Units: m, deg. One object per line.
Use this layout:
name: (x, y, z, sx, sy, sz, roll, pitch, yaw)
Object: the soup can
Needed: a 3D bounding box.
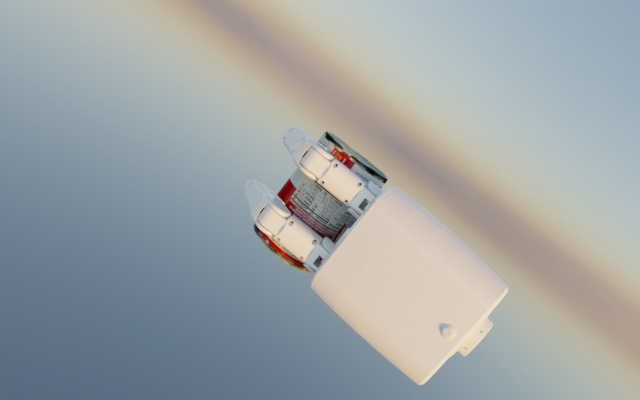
soup can: (0.000, 0.001, 0.405, 0.068, 0.102, 0.068, 36, 11, -8)
